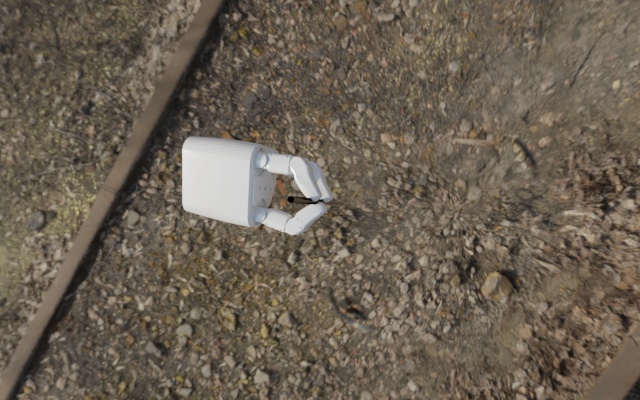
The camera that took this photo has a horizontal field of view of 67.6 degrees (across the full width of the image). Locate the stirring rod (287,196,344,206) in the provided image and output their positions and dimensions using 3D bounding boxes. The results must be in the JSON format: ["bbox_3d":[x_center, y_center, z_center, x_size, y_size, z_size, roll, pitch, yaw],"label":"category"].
[{"bbox_3d":[0.000,0.002,0.641,0.011,0.011,0.239,0,-2,16],"label":"stirring rod"}]
